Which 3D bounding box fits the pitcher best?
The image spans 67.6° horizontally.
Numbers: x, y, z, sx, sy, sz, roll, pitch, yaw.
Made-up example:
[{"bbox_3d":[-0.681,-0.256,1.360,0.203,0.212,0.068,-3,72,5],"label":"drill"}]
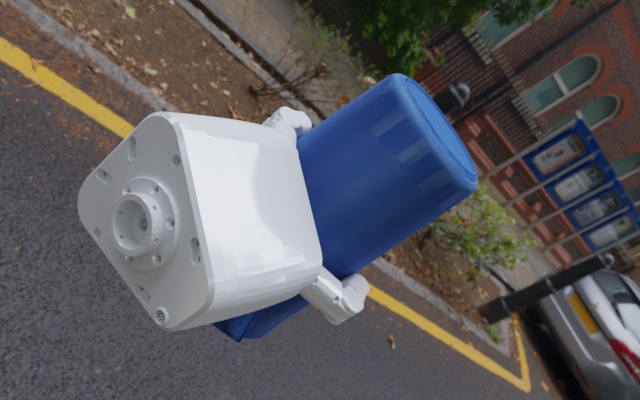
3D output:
[{"bbox_3d":[0.000,0.001,0.411,0.243,0.149,0.145,-35,-16,24],"label":"pitcher"}]
